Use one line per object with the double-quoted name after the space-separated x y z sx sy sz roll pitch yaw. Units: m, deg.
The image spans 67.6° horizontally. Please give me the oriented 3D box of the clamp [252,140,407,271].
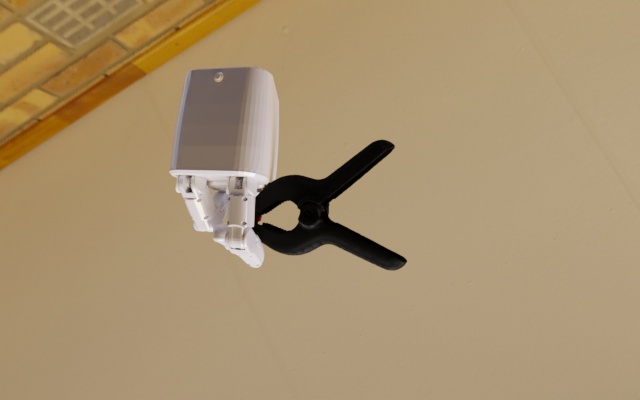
0.000 0.002 0.463 0.171 0.120 0.039 2 -7 16 "clamp"
